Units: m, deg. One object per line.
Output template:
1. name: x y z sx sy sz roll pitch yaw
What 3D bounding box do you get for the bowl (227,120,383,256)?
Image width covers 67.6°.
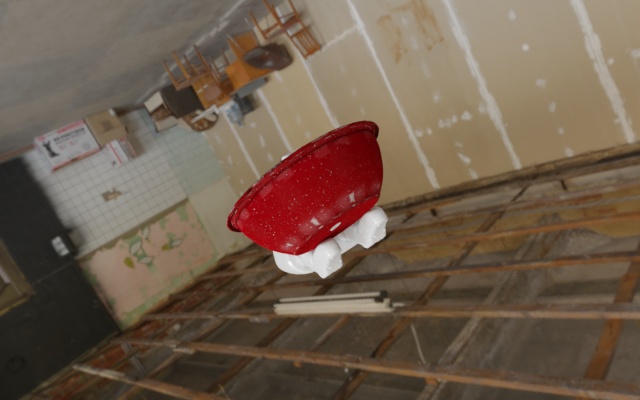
1. bowl: 0.000 0.001 0.424 0.162 0.055 0.162 -33 -12 -8
